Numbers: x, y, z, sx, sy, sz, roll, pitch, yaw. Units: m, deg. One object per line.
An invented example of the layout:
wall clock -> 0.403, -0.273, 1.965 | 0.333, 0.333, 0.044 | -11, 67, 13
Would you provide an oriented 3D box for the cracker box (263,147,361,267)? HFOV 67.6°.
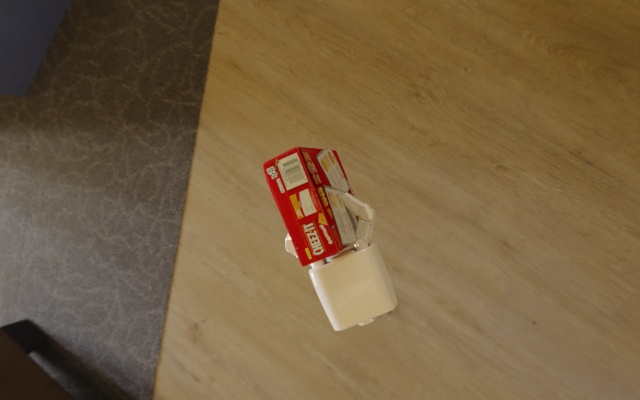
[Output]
cracker box -> 0.000, 0.002, 0.777 | 0.072, 0.164, 0.213 | -23, -2, 17
